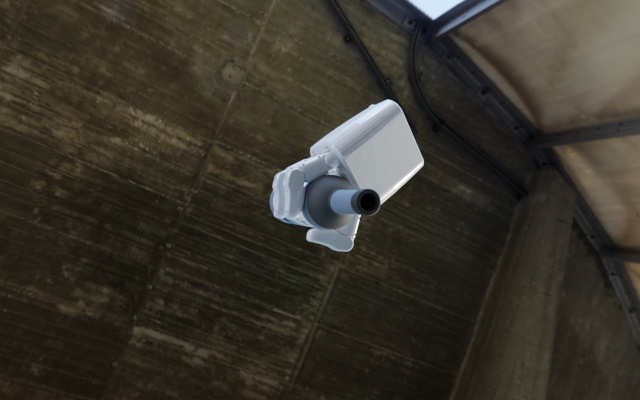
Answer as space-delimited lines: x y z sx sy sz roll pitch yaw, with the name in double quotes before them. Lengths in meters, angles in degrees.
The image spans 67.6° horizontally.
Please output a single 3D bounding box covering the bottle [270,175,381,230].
"bottle" 0.000 0.002 0.612 0.069 0.069 0.295 0 0 -19
